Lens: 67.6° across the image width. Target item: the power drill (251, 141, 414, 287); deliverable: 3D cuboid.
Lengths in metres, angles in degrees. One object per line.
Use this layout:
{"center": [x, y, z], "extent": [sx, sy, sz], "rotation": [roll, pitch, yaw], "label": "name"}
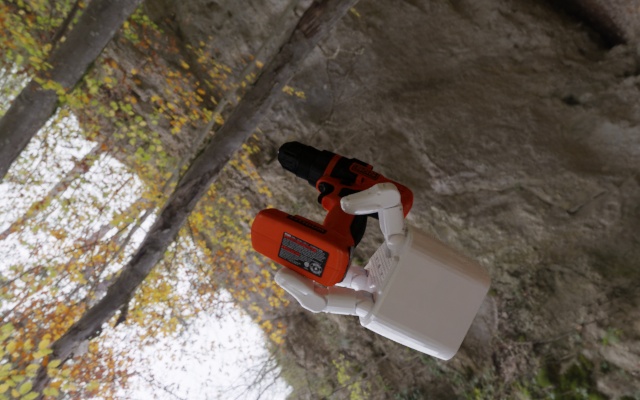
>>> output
{"center": [0.000, 0.002, 0.545], "extent": [0.184, 0.057, 0.187], "rotation": [24, 37, 14], "label": "power drill"}
